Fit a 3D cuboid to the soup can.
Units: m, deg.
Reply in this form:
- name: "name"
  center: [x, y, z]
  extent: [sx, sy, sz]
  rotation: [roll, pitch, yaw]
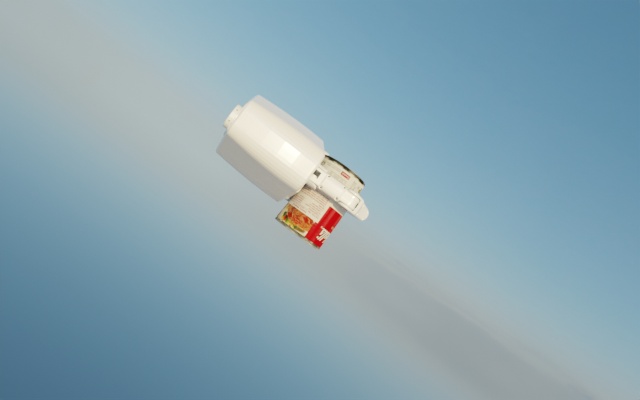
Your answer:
- name: "soup can"
  center: [0.001, 0.002, 0.600]
  extent: [0.068, 0.102, 0.068]
  rotation: [36, -4, 3]
